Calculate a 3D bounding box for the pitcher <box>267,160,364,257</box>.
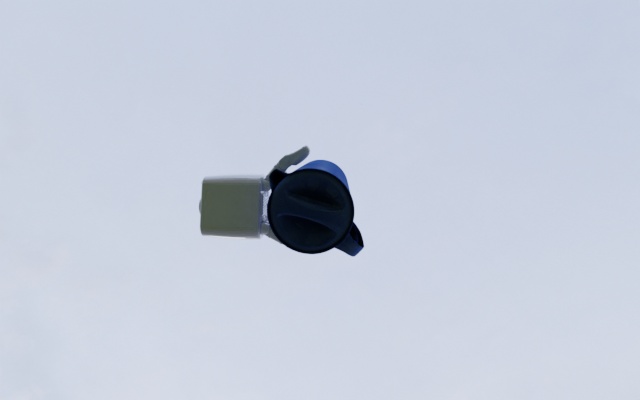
[{"bbox_3d":[0.000,0.003,0.829,0.145,0.149,0.242,-2,11,5],"label":"pitcher"}]
